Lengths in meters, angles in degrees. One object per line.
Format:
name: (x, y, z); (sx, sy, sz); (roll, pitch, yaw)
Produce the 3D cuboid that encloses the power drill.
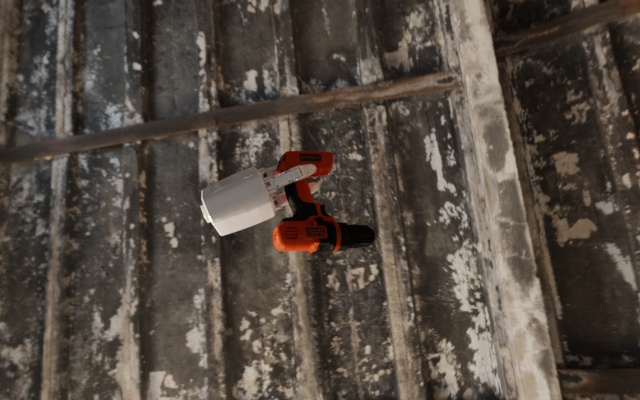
power drill: (0.000, 0.002, 0.857); (0.184, 0.187, 0.057); (1, -28, -21)
